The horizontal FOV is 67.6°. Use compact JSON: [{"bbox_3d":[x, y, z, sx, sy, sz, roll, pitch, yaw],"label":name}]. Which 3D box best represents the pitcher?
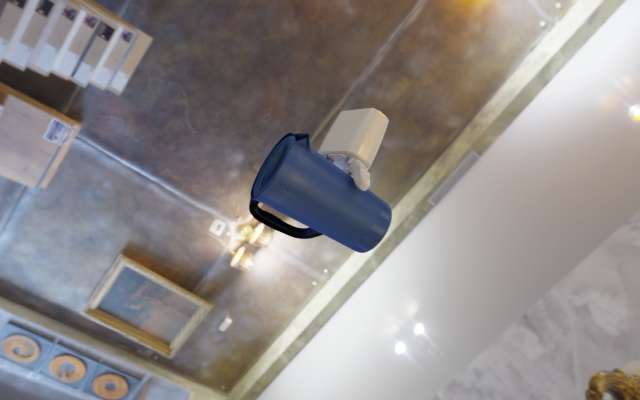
[{"bbox_3d":[0.000,0.003,0.861,0.243,0.145,0.149,32,-21,-20],"label":"pitcher"}]
